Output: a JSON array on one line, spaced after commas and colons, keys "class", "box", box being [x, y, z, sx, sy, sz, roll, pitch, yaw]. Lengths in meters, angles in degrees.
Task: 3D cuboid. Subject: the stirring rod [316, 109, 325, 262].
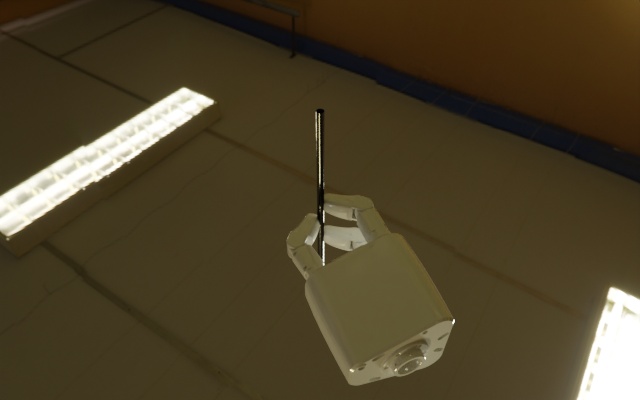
[{"class": "stirring rod", "box": [0.000, 0.002, 0.527, 0.011, 0.011, 0.240, 0, -44, 0]}]
